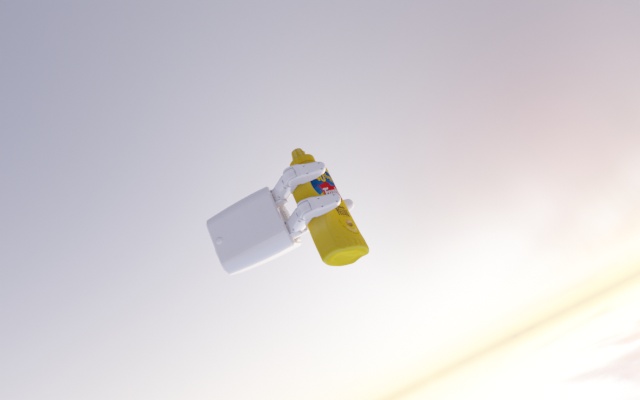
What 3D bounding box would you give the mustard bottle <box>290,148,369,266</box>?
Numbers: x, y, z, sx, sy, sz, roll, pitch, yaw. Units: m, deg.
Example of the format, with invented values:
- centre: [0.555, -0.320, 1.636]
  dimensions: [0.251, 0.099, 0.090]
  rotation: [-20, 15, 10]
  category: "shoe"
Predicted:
- centre: [0.001, 0.002, 0.708]
  dimensions: [0.058, 0.191, 0.096]
  rotation: [-37, -26, 24]
  category: "mustard bottle"
